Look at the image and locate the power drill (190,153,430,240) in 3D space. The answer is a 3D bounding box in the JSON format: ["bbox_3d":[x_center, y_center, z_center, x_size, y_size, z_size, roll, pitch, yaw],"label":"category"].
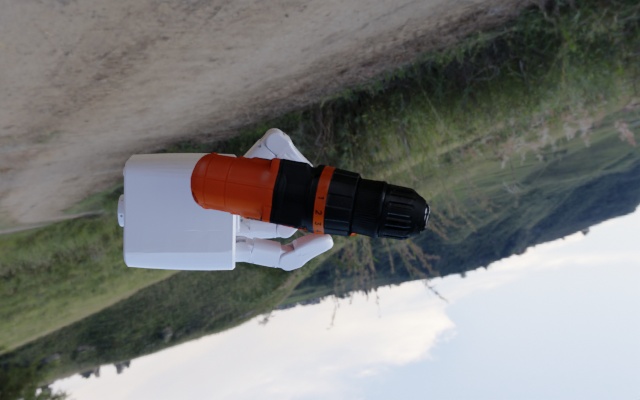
[{"bbox_3d":[0.000,0.001,0.433,0.184,0.057,0.187,11,-4,9],"label":"power drill"}]
